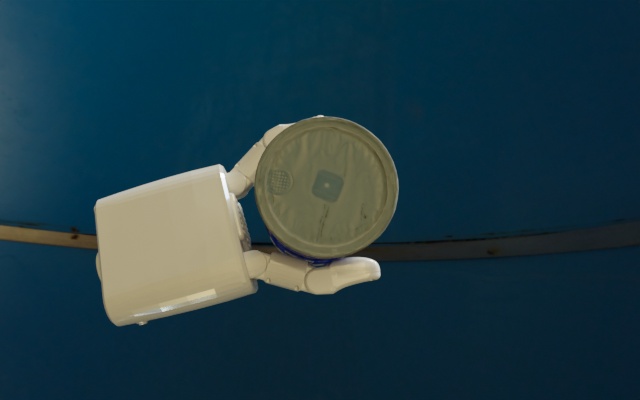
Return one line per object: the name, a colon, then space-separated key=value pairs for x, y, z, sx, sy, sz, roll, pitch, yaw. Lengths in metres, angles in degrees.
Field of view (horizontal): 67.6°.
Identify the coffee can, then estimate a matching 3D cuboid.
coffee can: x=0.000 y=0.001 z=0.405 sx=0.103 sy=0.103 sz=0.140 roll=0 pitch=-10 yaw=-4
